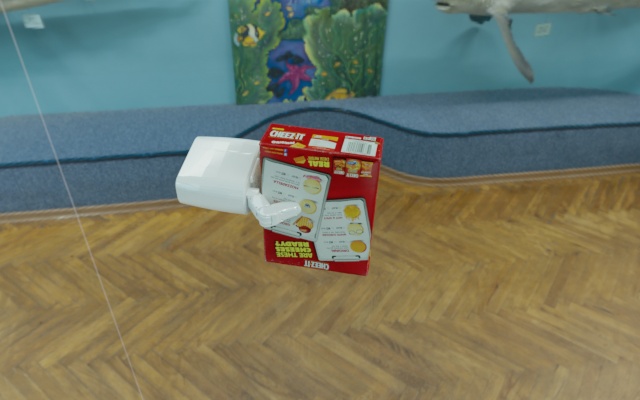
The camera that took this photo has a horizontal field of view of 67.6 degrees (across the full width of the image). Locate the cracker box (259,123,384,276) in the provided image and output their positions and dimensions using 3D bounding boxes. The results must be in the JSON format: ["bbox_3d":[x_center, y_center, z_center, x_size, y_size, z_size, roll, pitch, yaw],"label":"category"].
[{"bbox_3d":[0.000,0.002,0.702,0.164,0.214,0.072,8,37,8],"label":"cracker box"}]
